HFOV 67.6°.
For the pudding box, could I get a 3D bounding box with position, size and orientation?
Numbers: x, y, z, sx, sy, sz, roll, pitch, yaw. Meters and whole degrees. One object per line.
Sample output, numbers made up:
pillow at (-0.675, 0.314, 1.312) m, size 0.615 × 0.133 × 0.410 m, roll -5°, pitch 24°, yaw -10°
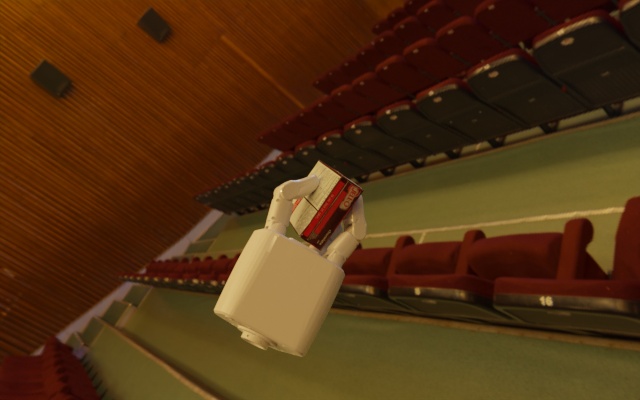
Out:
pudding box at (0.000, 0.002, 0.606) m, size 0.039 × 0.090 × 0.113 m, roll 35°, pitch 4°, yaw -22°
